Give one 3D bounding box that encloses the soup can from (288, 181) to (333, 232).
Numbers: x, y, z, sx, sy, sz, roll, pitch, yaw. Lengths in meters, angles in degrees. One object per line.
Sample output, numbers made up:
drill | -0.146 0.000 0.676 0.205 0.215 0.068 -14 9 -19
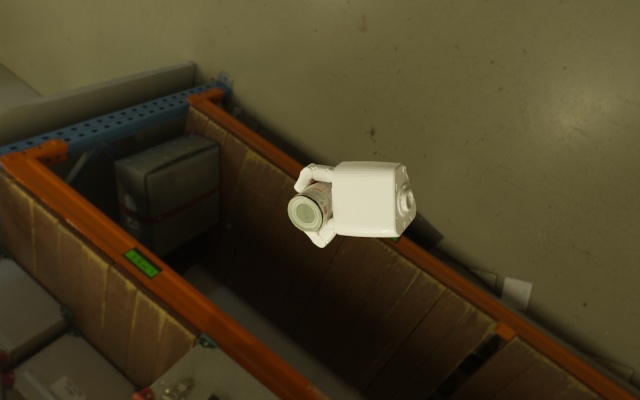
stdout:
soup can | 0.000 0.003 0.804 0.068 0.068 0.102 0 24 33
